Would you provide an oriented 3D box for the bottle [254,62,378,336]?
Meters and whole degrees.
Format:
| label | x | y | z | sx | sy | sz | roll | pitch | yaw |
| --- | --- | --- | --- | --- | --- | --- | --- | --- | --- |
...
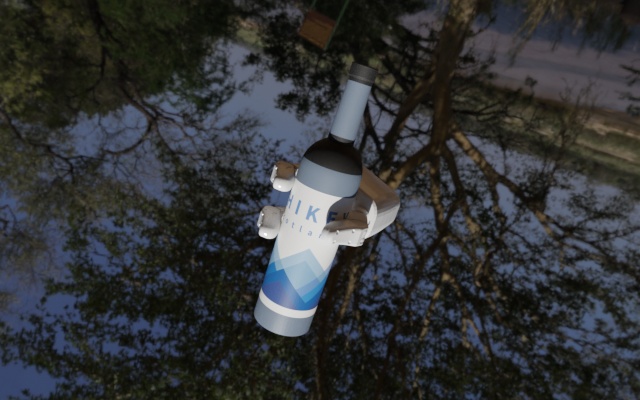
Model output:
| label | x | y | z | sx | sy | sz | roll | pitch | yaw |
| --- | --- | --- | --- | --- | --- | --- | --- | --- | --- |
| bottle | 0.000 | 0.002 | 0.510 | 0.069 | 0.296 | 0.069 | 17 | 15 | -5 |
